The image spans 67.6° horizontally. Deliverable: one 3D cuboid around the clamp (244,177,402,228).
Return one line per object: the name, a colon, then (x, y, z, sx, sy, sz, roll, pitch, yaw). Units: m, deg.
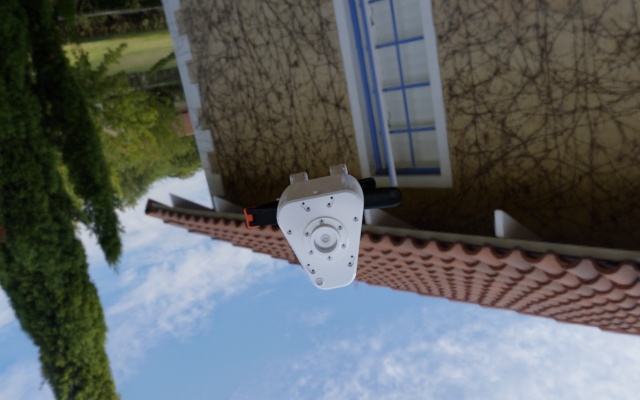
clamp: (0.000, 0.003, 0.675, 0.210, 0.036, 0.164, -11, 8, 3)
